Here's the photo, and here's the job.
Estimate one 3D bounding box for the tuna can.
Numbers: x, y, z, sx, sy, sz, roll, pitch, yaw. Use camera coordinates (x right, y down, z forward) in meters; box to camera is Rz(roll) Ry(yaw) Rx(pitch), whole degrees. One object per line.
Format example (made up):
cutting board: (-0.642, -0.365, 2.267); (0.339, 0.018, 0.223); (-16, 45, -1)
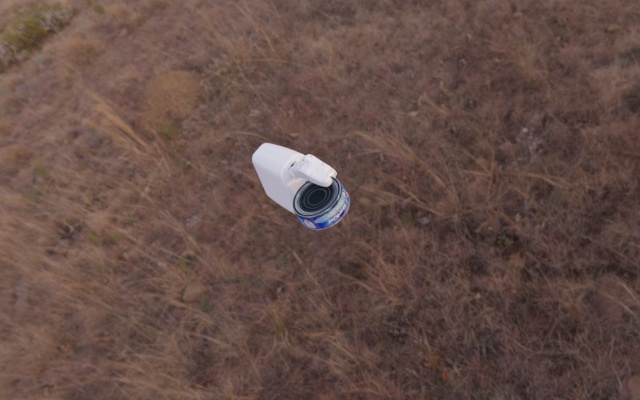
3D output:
tuna can: (0.000, 0.002, 0.741); (0.086, 0.086, 0.034); (0, -37, 32)
